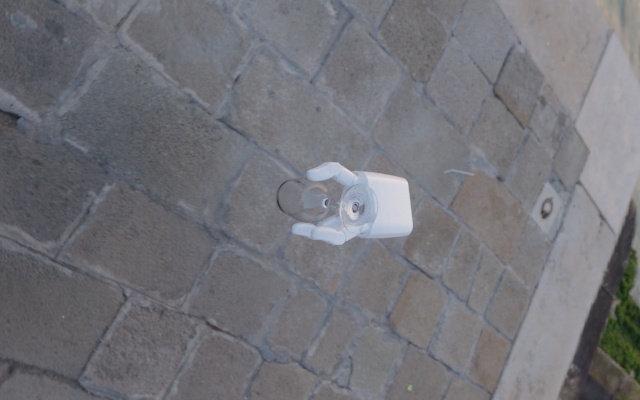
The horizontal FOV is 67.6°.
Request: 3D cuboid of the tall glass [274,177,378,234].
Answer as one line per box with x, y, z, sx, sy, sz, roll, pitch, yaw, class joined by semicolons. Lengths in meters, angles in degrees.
0.000;0.003;0.785;0.079;0.079;0.201;0;6;-36;tall glass
